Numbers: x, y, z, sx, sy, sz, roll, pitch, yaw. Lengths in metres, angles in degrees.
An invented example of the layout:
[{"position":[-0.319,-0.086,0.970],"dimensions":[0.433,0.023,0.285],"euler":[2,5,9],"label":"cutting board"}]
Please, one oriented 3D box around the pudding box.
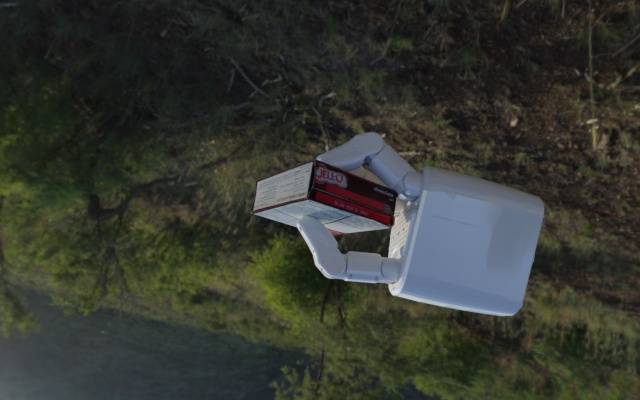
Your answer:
[{"position":[0.000,0.002,0.437],"dimensions":[0.090,0.039,0.113],"euler":[20,-19,-29],"label":"pudding box"}]
